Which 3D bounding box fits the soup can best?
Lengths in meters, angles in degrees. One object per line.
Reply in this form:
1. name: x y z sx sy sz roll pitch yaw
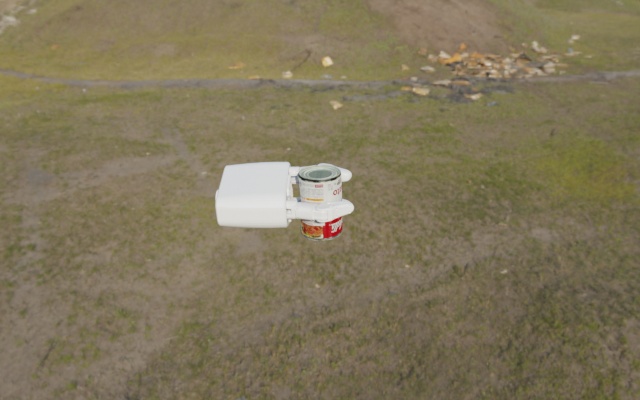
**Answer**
1. soup can: 0.001 0.002 0.748 0.068 0.102 0.068 -2 25 1
